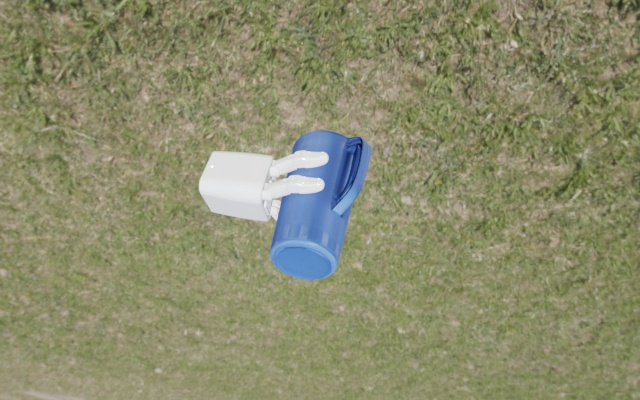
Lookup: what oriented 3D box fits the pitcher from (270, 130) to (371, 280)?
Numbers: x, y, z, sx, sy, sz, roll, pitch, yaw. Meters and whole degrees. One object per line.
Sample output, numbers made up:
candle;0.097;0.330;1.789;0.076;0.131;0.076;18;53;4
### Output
pitcher;0.000;0.003;0.803;0.145;0.242;0.149;8;-39;6
